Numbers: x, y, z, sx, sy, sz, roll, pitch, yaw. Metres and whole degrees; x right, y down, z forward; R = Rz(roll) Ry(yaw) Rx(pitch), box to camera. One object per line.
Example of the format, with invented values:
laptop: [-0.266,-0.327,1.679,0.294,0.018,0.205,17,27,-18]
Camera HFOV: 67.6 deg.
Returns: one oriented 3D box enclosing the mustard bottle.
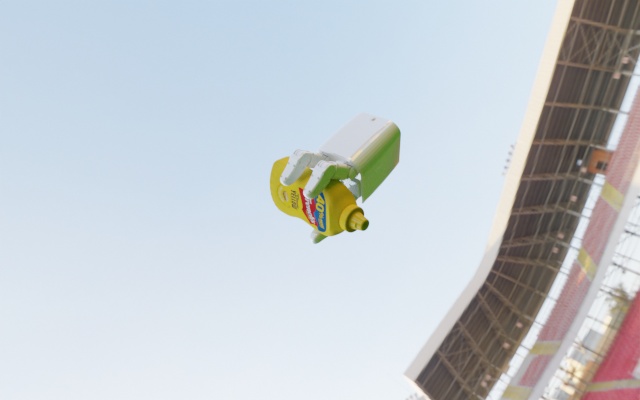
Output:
mustard bottle: [0.000,0.002,0.738,0.058,0.096,0.191,-24,36,-36]
